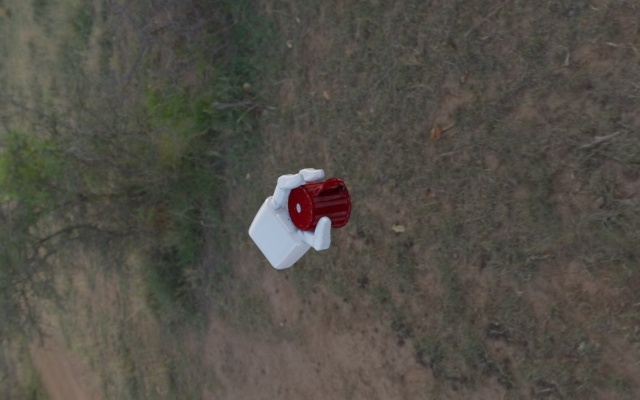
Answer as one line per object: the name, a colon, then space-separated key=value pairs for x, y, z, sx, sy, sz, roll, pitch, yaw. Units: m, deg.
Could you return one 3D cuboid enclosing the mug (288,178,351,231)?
mug: x=0.001 y=0.002 z=0.841 sx=0.081 sy=0.093 sz=0.117 roll=-8 pitch=-29 yaw=-36
